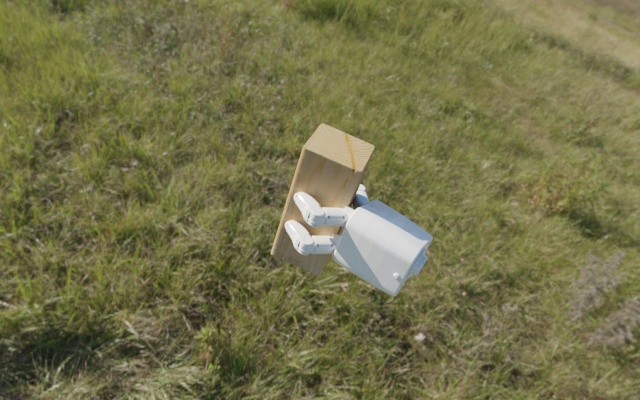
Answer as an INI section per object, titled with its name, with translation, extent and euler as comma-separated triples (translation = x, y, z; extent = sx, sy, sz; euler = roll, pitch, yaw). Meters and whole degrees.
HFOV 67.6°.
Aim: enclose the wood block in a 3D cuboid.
[wood block]
translation = 0.001, 0.002, 0.734
extent = 0.090, 0.206, 0.090
euler = 24, 35, 6
